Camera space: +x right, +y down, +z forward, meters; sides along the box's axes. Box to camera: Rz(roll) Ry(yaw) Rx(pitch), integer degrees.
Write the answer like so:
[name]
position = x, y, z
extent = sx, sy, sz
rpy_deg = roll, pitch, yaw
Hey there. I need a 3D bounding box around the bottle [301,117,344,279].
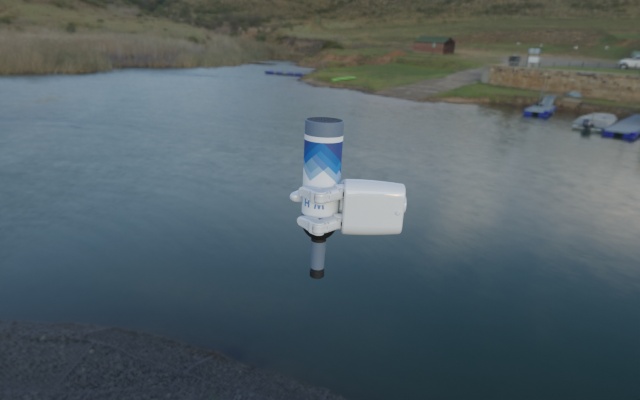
[bottle]
position = 0.000, 0.003, 0.857
extent = 0.069, 0.296, 0.069
rpy_deg = 3, 18, -1
